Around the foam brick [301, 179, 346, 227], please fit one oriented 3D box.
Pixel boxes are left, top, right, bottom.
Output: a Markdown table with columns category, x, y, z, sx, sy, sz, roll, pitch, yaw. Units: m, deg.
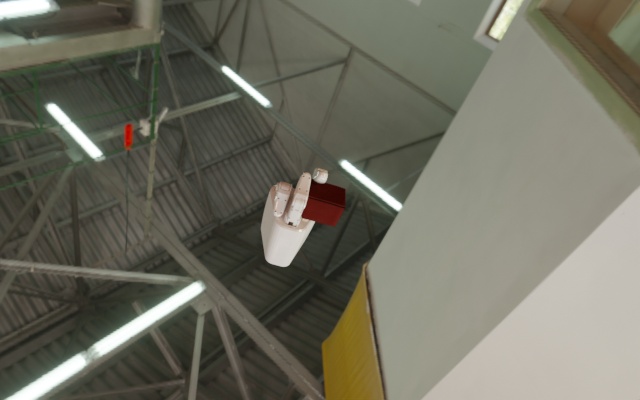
| category | x | y | z | sx | sy | sz | roll | pitch | yaw |
| --- | --- | --- | --- | --- | --- | --- | --- | --- | --- |
| foam brick | 0.000 | 0.003 | 0.839 | 0.078 | 0.051 | 0.053 | 16 | 39 | -7 |
